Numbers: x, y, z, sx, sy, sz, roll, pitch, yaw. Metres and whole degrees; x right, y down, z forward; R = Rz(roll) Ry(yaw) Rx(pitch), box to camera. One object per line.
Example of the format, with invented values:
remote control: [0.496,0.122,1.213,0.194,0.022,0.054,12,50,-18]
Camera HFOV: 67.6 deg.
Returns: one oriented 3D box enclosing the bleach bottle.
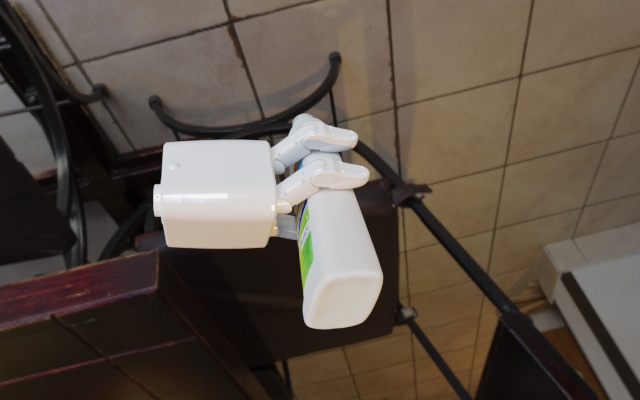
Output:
bleach bottle: [0.000,0.002,0.516,0.068,0.250,0.103,-1,-42,-14]
